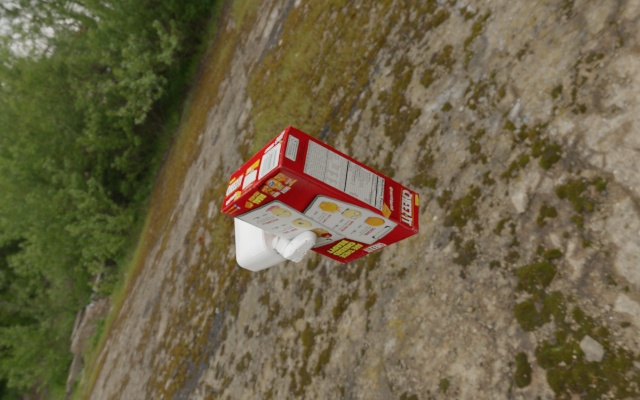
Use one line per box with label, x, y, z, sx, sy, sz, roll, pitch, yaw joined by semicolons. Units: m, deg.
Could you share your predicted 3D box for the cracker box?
cracker box;0.000;0.002;0.645;0.214;0.072;0.164;25;-33;-26
